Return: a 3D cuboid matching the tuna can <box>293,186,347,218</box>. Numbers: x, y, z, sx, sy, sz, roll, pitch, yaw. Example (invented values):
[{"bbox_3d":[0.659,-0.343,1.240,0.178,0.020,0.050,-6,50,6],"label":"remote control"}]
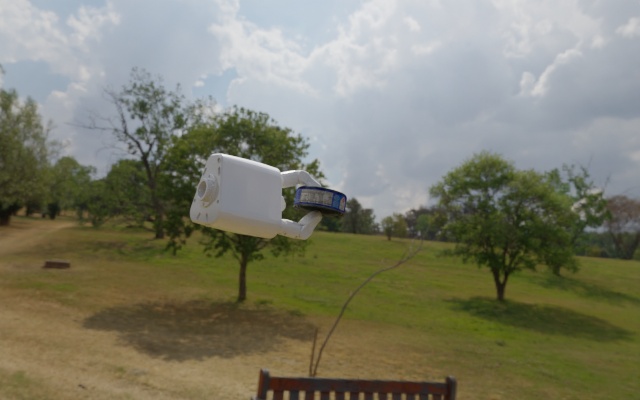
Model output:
[{"bbox_3d":[0.000,0.002,0.788,0.086,0.033,0.086,10,-11,2],"label":"tuna can"}]
